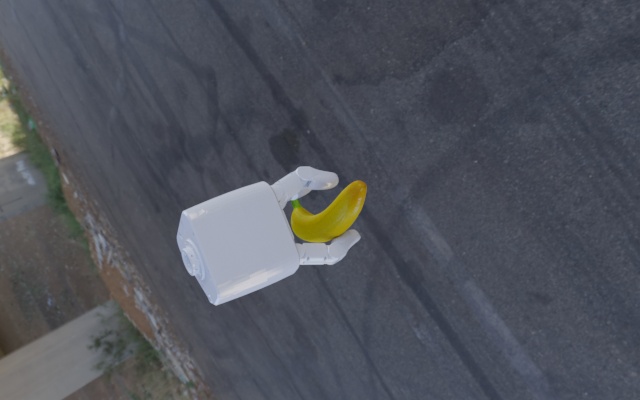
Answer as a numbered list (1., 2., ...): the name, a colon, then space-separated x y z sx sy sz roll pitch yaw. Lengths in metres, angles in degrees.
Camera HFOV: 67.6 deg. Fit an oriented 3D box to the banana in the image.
1. banana: 0.002 0.021 0.627 0.037 0.069 0.198 -12 1 -30
